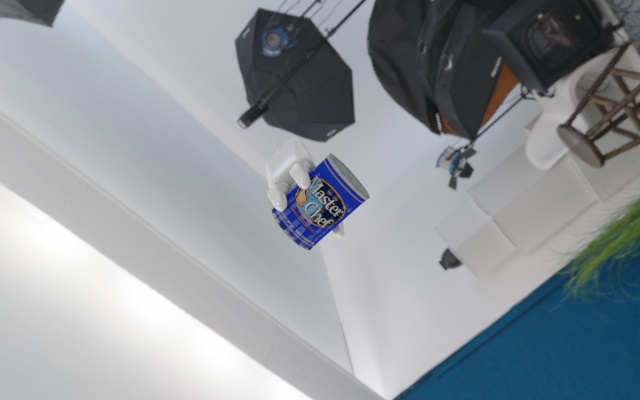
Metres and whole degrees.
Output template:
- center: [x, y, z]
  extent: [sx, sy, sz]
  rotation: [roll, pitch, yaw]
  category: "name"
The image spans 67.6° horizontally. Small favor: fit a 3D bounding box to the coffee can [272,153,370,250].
- center: [0.000, 0.003, 0.830]
  extent: [0.140, 0.103, 0.103]
  rotation: [-42, -10, 12]
  category: "coffee can"
